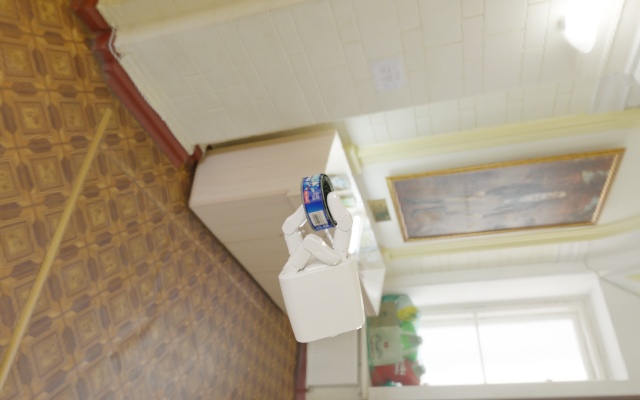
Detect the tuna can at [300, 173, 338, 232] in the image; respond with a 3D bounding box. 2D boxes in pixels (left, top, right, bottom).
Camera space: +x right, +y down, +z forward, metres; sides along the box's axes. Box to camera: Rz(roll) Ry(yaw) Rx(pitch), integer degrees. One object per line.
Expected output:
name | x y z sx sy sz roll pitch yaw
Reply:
tuna can | 0.001 0.002 0.728 0.034 0.086 0.086 -13 -3 14
